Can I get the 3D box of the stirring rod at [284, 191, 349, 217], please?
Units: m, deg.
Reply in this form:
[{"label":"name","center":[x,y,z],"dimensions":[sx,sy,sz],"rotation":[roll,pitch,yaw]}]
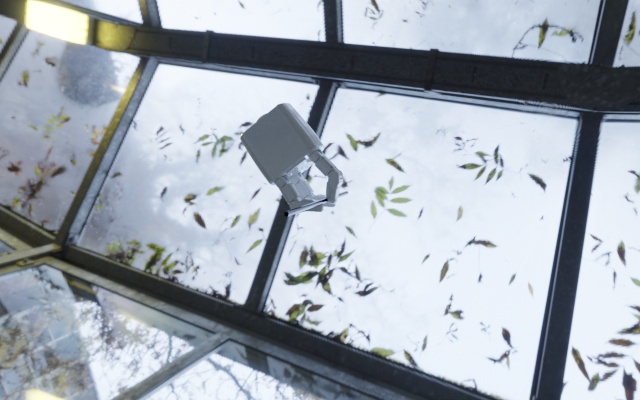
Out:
[{"label":"stirring rod","center":[0.000,0.003,0.816],"dimensions":[0.011,0.011,0.239],"rotation":[0,8,25]}]
